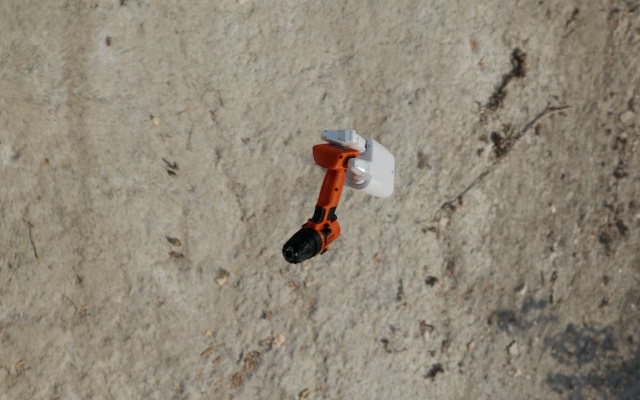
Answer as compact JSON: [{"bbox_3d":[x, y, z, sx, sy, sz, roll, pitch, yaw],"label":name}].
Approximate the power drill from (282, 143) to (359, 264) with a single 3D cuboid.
[{"bbox_3d":[0.000,0.002,0.785,0.057,0.188,0.184,19,16,15],"label":"power drill"}]
